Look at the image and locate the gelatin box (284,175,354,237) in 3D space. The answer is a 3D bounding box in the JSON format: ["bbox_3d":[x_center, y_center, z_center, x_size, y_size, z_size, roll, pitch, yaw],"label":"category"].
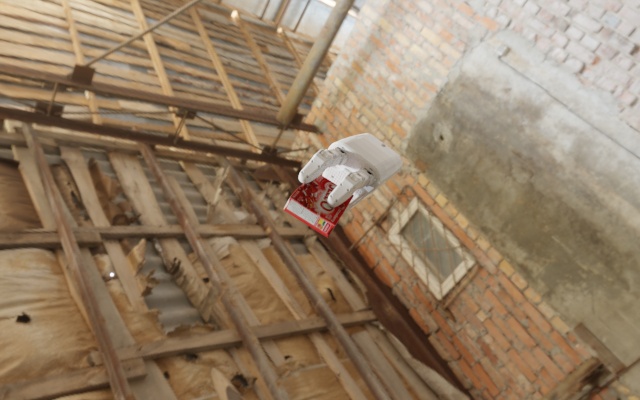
[{"bbox_3d":[0.000,0.003,0.682,0.073,0.030,0.089,32,37,4],"label":"gelatin box"}]
